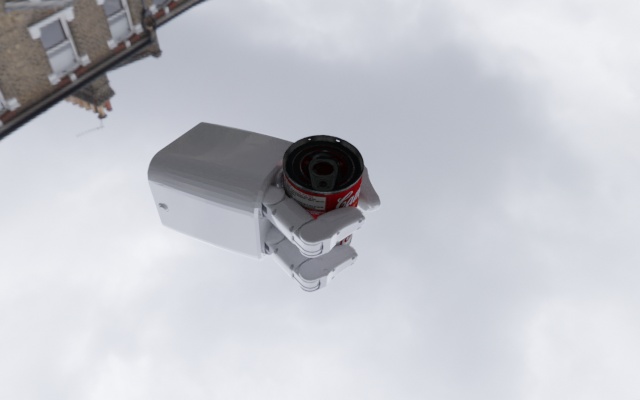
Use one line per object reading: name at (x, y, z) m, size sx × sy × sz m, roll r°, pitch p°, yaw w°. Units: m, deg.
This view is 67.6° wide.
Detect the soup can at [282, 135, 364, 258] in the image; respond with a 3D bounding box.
soup can at (0.001, 0.002, 0.432) m, size 0.068 × 0.068 × 0.102 m, roll 0°, pitch -41°, yaw -4°
